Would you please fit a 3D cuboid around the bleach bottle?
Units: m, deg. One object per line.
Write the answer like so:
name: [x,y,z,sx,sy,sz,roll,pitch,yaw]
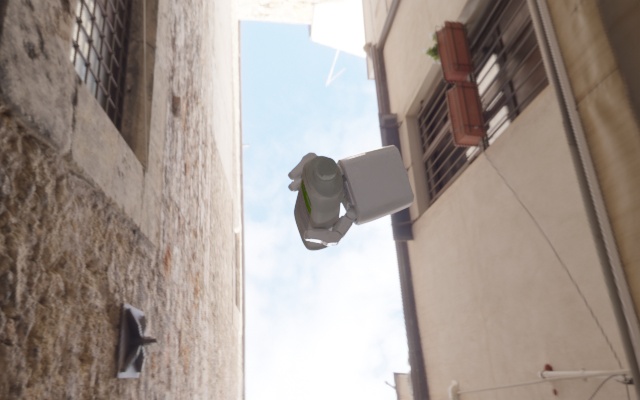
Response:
bleach bottle: [0.000,0.003,0.788,0.068,0.102,0.251,-18,-18,-12]
